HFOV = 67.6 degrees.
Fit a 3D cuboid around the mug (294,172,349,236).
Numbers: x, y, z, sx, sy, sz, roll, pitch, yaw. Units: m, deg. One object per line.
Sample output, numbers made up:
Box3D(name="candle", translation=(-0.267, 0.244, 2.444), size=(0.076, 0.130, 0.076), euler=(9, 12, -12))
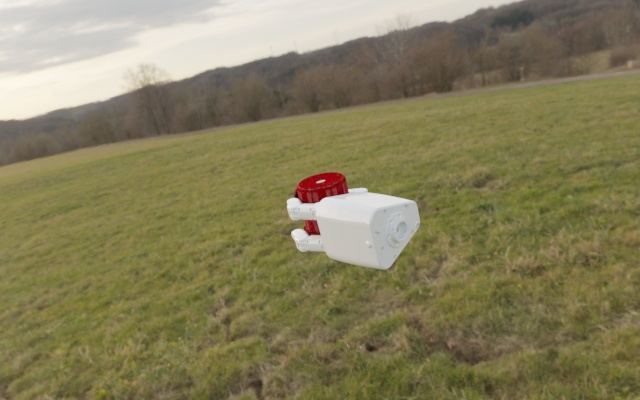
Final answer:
Box3D(name="mug", translation=(-0.001, 0.002, 0.796), size=(0.117, 0.081, 0.093), euler=(8, 29, 45))
